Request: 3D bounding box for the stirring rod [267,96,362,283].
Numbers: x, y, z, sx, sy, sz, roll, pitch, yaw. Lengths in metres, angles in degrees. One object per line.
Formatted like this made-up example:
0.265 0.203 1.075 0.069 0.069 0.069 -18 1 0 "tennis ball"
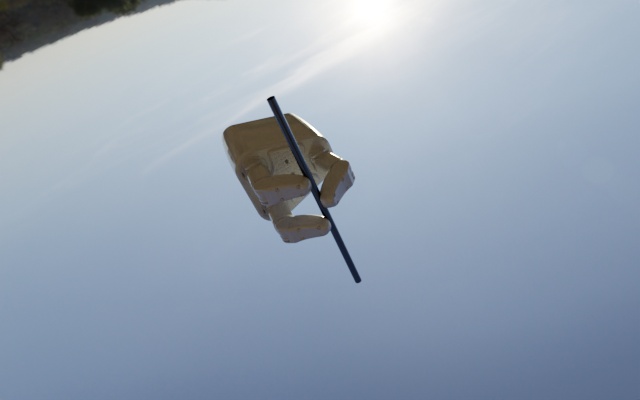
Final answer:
0.000 0.001 0.481 0.011 0.240 0.011 -17 35 12 "stirring rod"
